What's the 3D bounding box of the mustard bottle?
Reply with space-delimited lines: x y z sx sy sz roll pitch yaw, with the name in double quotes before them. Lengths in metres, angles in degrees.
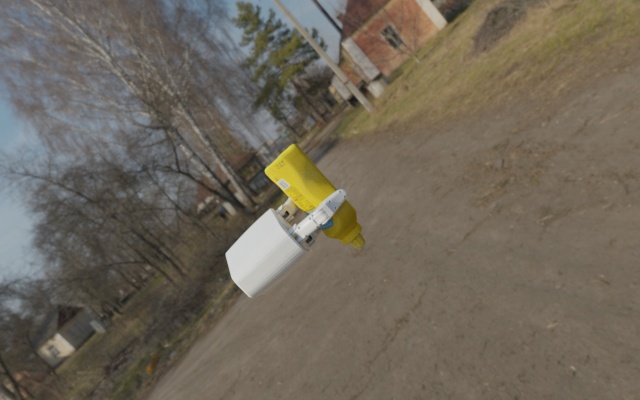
"mustard bottle" 0.000 0.002 0.744 0.058 0.191 0.096 -46 9 -23
